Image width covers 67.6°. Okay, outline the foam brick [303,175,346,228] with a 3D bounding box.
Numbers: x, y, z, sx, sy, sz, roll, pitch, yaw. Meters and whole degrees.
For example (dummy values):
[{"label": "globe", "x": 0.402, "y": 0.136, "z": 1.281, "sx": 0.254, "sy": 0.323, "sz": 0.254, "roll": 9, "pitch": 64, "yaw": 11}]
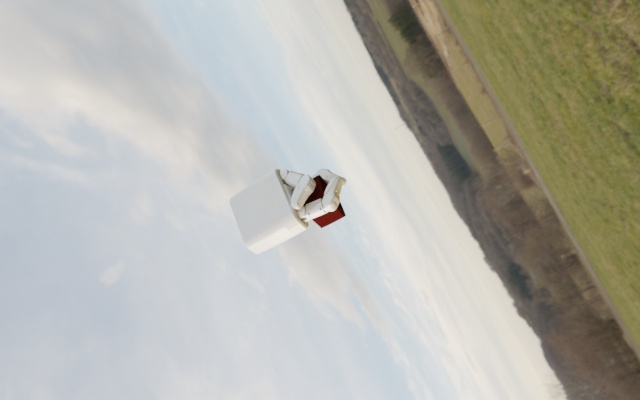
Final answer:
[{"label": "foam brick", "x": 0.000, "y": 0.003, "z": 0.846, "sx": 0.051, "sy": 0.053, "sz": 0.078, "roll": -30, "pitch": -40, "yaw": 12}]
